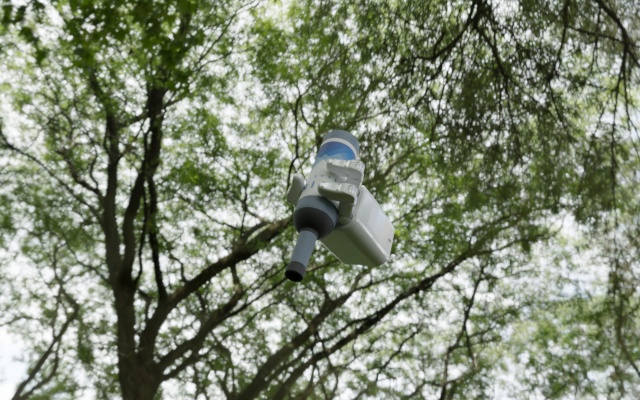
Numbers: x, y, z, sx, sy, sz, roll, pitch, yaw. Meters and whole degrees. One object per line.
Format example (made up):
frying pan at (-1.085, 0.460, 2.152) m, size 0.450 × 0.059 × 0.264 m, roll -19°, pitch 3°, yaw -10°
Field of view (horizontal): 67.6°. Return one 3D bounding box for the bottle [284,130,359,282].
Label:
bottle at (0.000, 0.002, 0.758) m, size 0.069 × 0.295 × 0.069 m, roll 11°, pitch -43°, yaw 10°
